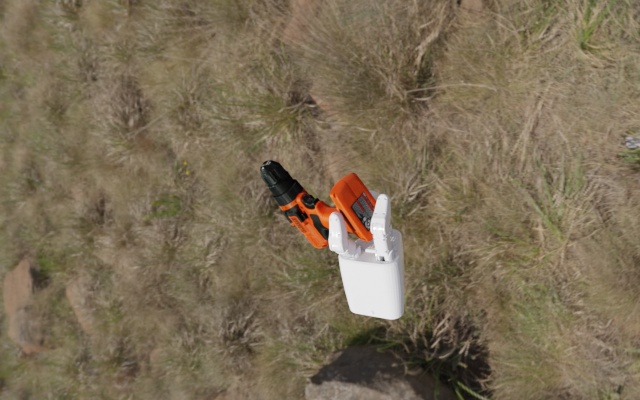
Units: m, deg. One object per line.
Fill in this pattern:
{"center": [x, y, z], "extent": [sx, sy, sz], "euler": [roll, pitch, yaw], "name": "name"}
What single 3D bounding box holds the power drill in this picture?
{"center": [0.001, 0.003, 0.761], "extent": [0.057, 0.184, 0.187], "euler": [-50, 25, -25], "name": "power drill"}
